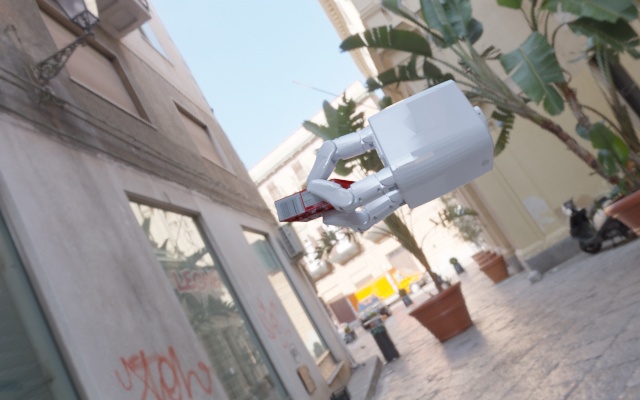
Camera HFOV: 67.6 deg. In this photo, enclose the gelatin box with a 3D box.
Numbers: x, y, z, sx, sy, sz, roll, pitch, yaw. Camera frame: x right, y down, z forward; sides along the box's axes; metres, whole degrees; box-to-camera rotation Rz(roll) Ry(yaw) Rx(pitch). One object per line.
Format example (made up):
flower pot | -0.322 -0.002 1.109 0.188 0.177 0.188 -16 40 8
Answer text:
gelatin box | 0.000 0.002 0.583 0.089 0.030 0.073 -20 -11 23
